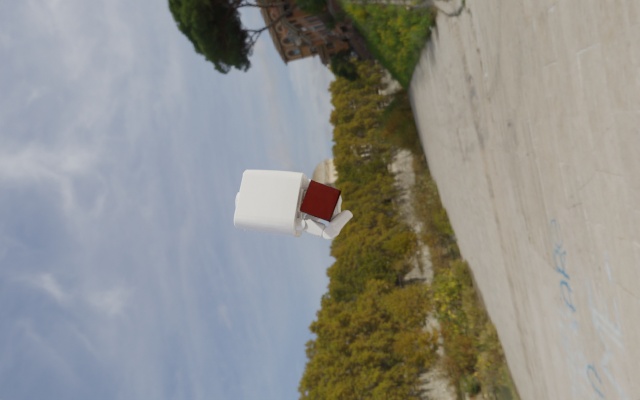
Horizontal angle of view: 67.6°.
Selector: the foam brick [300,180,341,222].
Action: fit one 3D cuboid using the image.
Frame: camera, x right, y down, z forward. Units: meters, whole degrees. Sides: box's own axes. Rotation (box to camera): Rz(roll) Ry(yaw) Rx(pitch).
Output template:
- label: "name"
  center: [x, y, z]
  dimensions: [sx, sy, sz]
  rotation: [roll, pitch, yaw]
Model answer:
- label: "foam brick"
  center: [0.000, 0.002, 0.768]
  dimensions: [0.051, 0.053, 0.078]
  rotation: [21, -3, 2]
